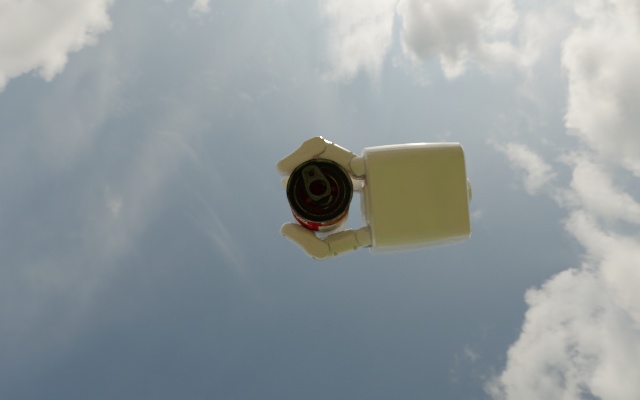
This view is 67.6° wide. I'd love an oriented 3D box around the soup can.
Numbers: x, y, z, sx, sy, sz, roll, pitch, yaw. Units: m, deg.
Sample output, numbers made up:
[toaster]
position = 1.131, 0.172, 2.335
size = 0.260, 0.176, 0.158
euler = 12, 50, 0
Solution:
[soup can]
position = 0.000, 0.002, 0.529
size = 0.068, 0.068, 0.102
euler = 0, -15, 1
